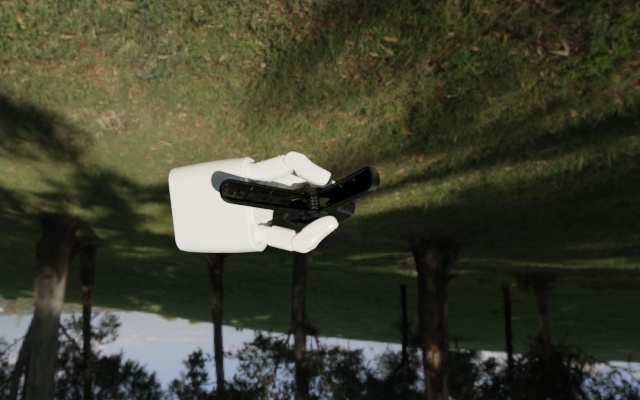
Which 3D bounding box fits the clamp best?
[{"bbox_3d":[0.000,0.003,0.563,0.164,0.036,0.210,-5,-13,15],"label":"clamp"}]
